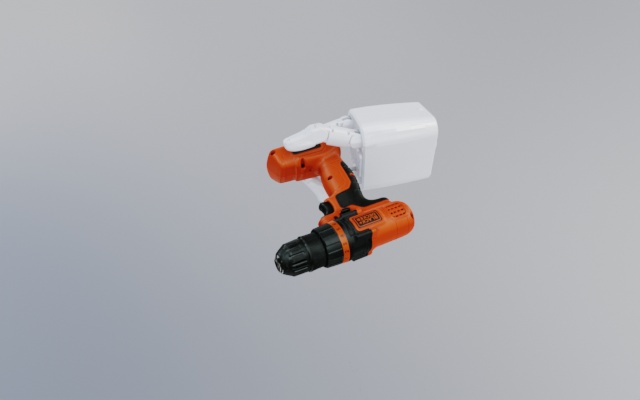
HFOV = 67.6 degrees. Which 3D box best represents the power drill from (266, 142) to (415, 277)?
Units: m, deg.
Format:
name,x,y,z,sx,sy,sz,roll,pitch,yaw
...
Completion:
name,x,y,z,sx,sy,sz,roll,pitch,yaw
power drill,0.000,0.002,0.615,0.184,0.187,0.057,-17,-38,-22
